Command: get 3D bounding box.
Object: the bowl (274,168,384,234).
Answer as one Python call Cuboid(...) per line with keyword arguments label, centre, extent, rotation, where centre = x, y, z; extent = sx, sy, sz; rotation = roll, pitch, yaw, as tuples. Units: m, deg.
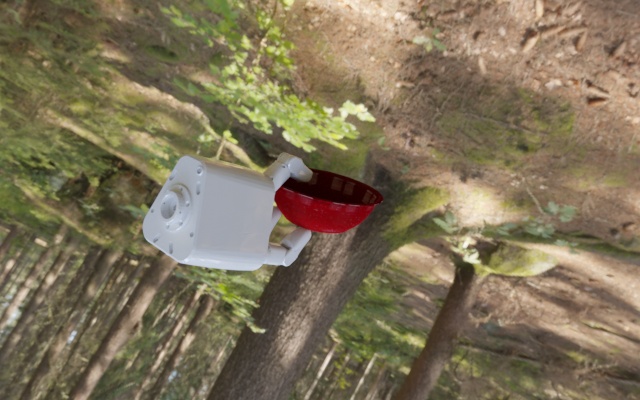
Cuboid(label="bowl", centre=(0.001, 0.003, 0.647), extent=(0.162, 0.055, 0.162), rotation=(12, 16, -3))
